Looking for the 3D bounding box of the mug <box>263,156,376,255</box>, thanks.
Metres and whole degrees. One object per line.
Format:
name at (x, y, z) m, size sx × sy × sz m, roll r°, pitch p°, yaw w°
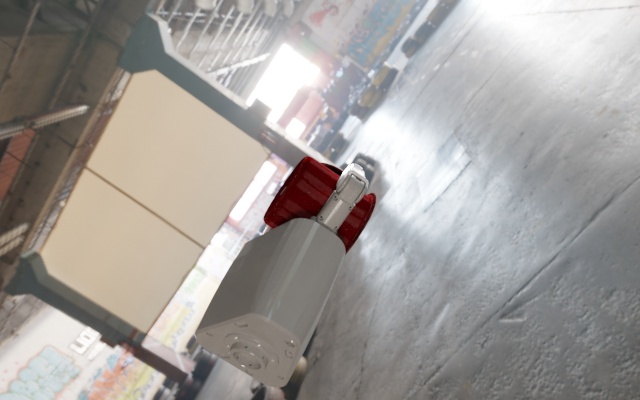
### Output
mug at (0.000, 0.001, 0.491) m, size 0.081 × 0.117 × 0.093 m, roll 34°, pitch -45°, yaw -8°
